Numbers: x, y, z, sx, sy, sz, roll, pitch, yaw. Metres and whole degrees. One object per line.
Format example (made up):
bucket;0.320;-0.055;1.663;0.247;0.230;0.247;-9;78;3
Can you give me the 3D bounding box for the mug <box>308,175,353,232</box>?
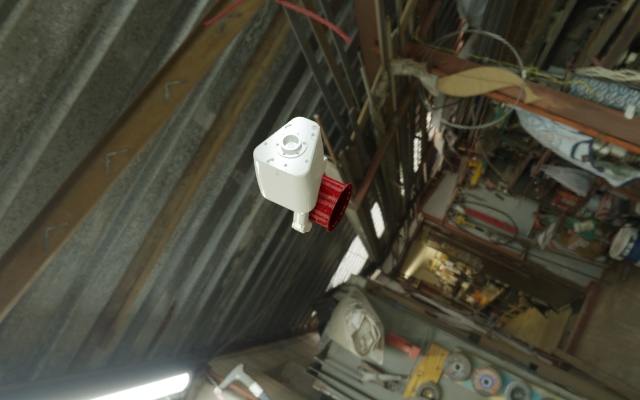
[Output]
mug;0.000;0.003;0.855;0.081;0.093;0.117;25;-27;15
